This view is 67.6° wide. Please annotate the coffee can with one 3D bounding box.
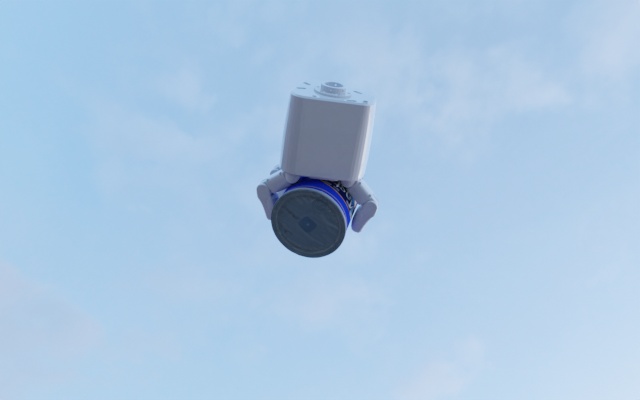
[{"bbox_3d":[0.000,0.002,0.685,0.103,0.103,0.140,0,26,16],"label":"coffee can"}]
